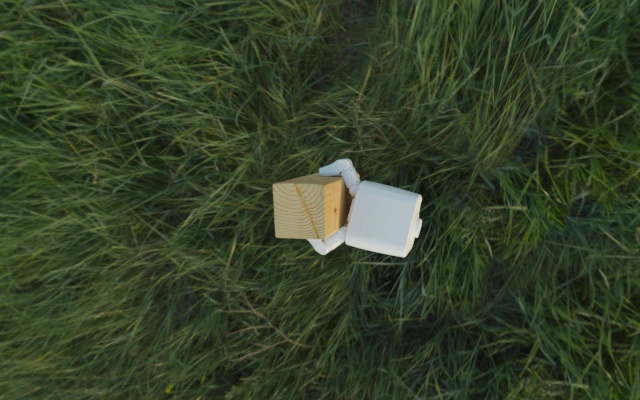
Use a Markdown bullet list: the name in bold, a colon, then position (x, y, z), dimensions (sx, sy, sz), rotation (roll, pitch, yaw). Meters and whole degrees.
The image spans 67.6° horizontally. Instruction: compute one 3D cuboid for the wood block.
- **wood block**: position (0.000, 0.003, 0.853), dimensions (0.090, 0.091, 0.206), rotation (1, 8, 20)
